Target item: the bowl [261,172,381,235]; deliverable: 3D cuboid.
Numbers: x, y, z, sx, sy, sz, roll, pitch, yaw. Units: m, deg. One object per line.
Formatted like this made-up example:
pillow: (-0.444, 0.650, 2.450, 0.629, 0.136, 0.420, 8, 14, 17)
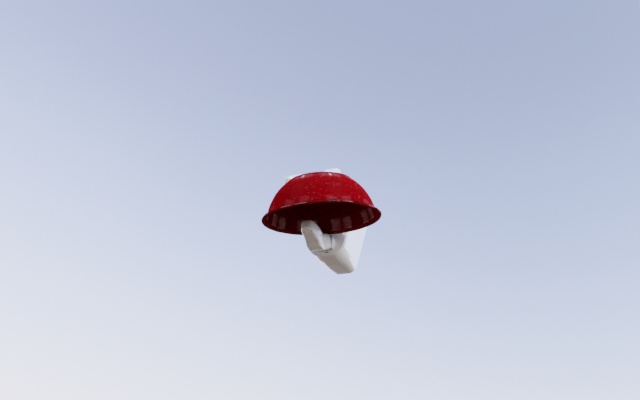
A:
bowl: (0.000, 0.001, 0.651, 0.162, 0.055, 0.162, -3, -18, -1)
